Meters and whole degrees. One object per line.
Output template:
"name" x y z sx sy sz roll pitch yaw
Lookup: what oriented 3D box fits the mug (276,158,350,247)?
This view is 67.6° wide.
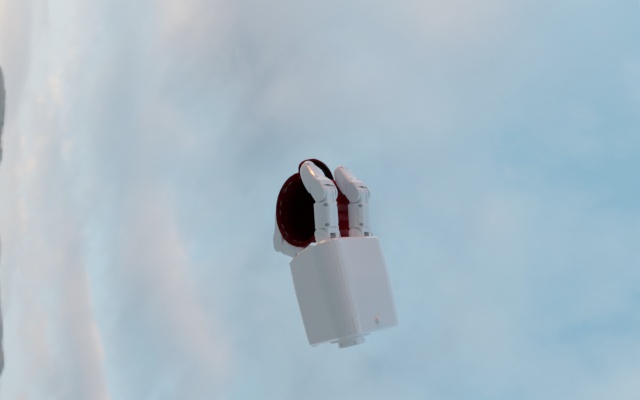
"mug" 0.000 0.001 0.619 0.081 0.117 0.093 4 -22 -44
